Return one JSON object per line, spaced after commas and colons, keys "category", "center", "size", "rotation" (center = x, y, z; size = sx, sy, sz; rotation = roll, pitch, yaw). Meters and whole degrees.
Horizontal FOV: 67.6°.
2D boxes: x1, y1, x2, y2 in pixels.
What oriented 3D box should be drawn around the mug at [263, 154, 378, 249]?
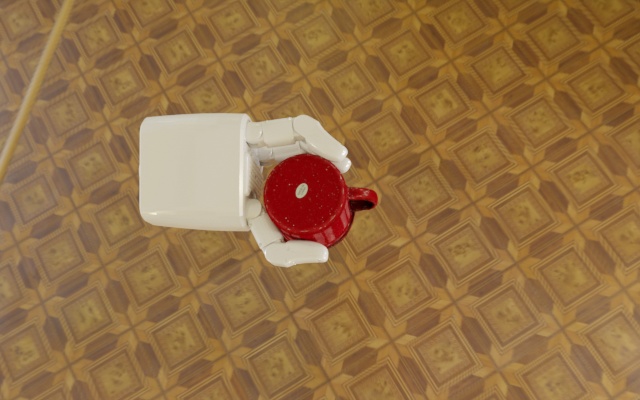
{"category": "mug", "center": [0.001, 0.002, 0.488], "size": [0.117, 0.093, 0.081], "rotation": [-1, -13, 6]}
